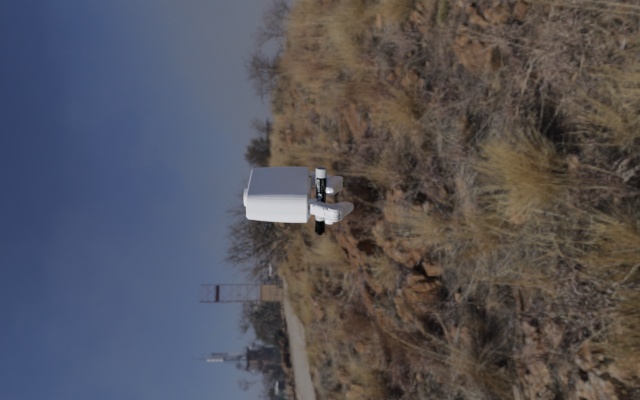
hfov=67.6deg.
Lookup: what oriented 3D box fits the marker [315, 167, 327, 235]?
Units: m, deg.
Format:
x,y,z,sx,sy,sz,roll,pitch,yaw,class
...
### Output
x,y,z,sx,sy,sz,roll,pitch,yaw,class
0.000,0.003,0.823,0.020,0.121,0.020,1,19,0,marker
